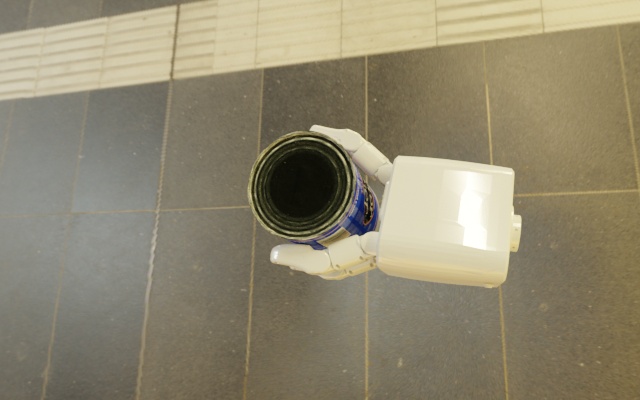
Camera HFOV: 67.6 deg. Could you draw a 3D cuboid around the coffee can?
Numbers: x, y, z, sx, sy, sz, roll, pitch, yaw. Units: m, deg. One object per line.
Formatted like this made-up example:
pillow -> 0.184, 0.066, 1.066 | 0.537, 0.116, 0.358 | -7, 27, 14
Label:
coffee can -> 0.000, 0.002, 0.492 | 0.103, 0.102, 0.140 | 0, -13, 16
